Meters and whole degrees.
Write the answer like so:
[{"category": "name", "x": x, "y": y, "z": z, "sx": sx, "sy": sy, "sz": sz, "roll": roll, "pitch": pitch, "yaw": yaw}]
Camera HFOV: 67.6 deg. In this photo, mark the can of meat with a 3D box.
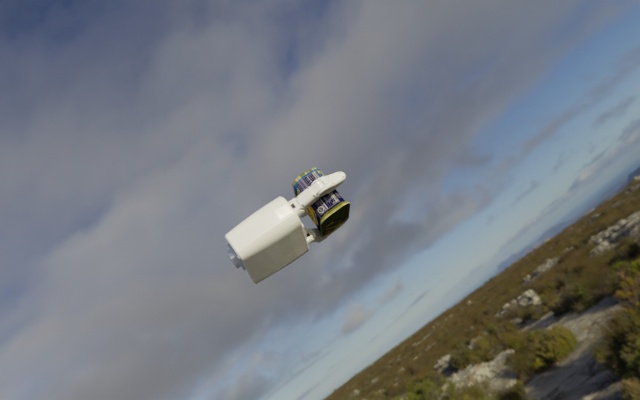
[{"category": "can of meat", "x": 0.000, "y": 0.002, "z": 0.785, "sx": 0.057, "sy": 0.084, "sz": 0.102, "roll": -35, "pitch": -17, "yaw": -11}]
